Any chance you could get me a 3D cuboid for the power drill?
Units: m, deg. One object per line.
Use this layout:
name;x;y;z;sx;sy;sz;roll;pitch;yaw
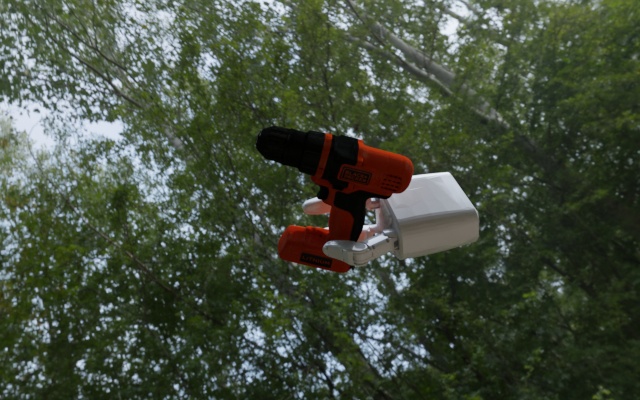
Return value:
power drill;0.000;0.002;0.592;0.184;0.188;0.057;14;41;-4
